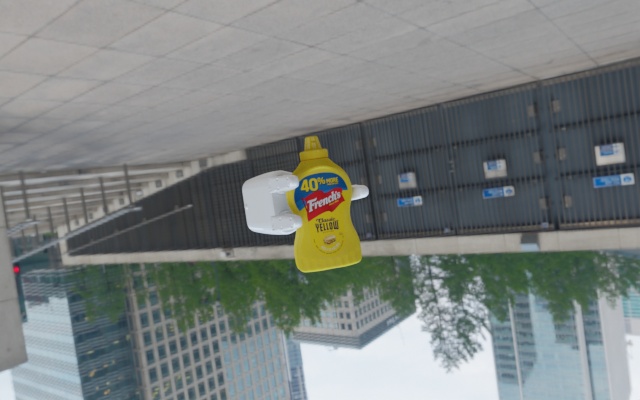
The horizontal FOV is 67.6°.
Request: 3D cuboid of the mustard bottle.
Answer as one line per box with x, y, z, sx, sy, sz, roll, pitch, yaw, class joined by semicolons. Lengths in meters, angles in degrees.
0.000;0.003;0.696;0.096;0.191;0.058;-9;2;-10;mustard bottle
